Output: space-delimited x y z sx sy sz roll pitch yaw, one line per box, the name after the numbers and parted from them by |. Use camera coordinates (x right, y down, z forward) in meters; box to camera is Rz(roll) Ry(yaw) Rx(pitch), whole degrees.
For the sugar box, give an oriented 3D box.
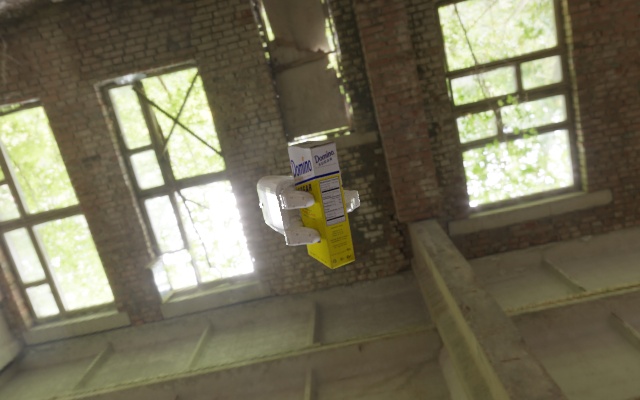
0.000 0.003 0.697 0.048 0.176 0.093 -18 14 -21 | sugar box
